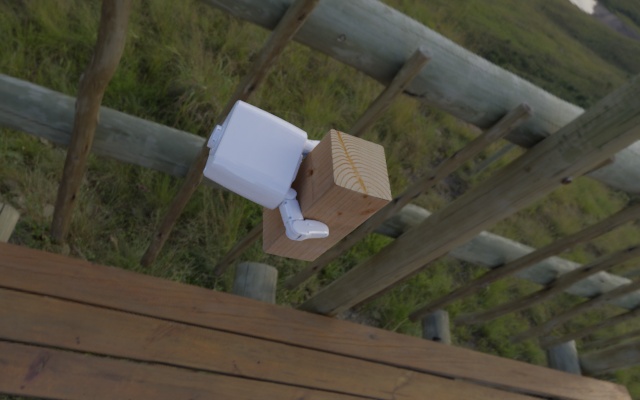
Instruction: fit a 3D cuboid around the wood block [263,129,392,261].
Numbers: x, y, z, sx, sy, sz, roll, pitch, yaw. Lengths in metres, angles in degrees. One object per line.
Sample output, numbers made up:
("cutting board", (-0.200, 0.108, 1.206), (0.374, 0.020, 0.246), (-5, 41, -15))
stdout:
("wood block", (0.000, 0.002, 0.690), (0.090, 0.090, 0.206), (15, -36, -27))
